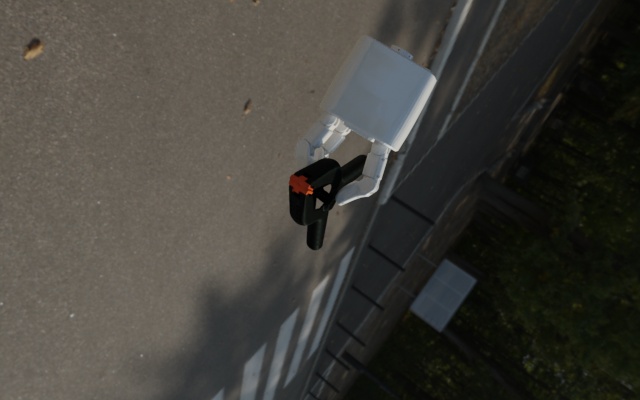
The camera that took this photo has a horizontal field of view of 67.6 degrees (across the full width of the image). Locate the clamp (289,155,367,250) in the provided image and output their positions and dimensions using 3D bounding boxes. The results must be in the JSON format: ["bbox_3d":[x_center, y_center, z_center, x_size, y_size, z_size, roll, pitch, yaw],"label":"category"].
[{"bbox_3d":[0.001,0.002,0.649,0.036,0.164,0.210,31,9,18],"label":"clamp"}]
